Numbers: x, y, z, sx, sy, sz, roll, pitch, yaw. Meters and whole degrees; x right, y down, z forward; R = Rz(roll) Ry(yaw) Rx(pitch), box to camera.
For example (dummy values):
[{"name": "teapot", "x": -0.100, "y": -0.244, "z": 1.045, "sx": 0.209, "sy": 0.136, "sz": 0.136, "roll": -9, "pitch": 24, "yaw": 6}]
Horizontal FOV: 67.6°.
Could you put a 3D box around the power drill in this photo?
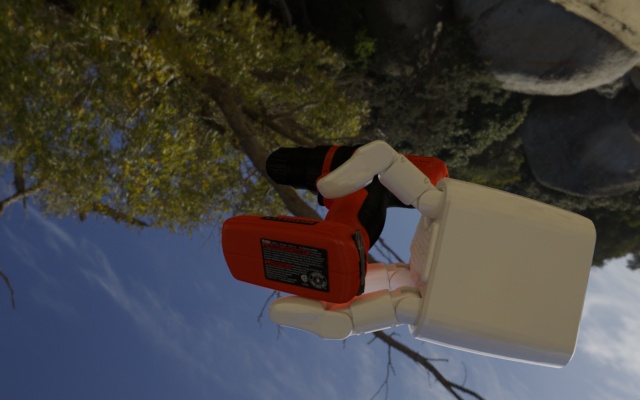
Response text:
[{"name": "power drill", "x": 0.000, "y": 0.002, "z": 0.405, "sx": 0.184, "sy": 0.057, "sz": 0.187, "roll": 6, "pitch": 29, "yaw": 25}]
